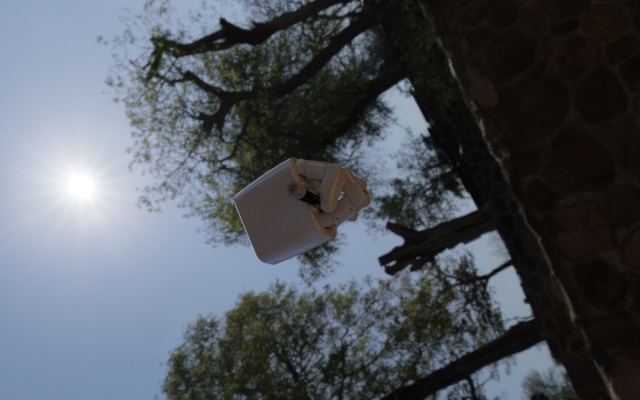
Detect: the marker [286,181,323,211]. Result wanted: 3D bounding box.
[{"bbox_3d":[0.000,0.002,0.605,0.020,0.020,0.121,0,-15,35],"label":"marker"}]
